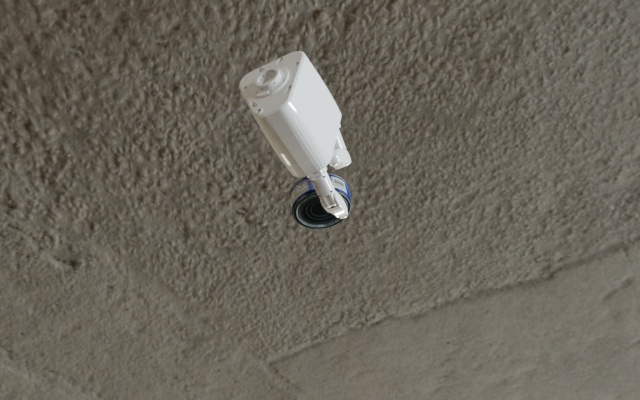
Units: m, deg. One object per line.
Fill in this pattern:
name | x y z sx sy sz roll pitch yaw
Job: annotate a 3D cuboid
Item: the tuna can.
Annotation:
tuna can | 0.000 0.003 0.675 0.086 0.033 0.086 -6 -41 -6
